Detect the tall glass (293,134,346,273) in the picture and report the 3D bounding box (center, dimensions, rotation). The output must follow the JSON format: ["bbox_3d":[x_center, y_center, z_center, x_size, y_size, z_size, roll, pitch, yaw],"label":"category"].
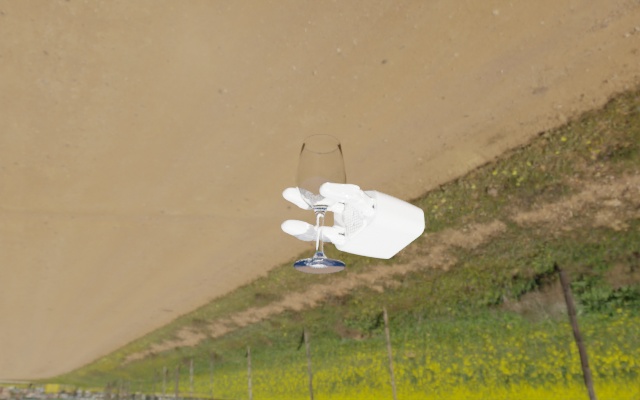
[{"bbox_3d":[0.000,0.003,0.714,0.079,0.201,0.079,1,-23,0],"label":"tall glass"}]
